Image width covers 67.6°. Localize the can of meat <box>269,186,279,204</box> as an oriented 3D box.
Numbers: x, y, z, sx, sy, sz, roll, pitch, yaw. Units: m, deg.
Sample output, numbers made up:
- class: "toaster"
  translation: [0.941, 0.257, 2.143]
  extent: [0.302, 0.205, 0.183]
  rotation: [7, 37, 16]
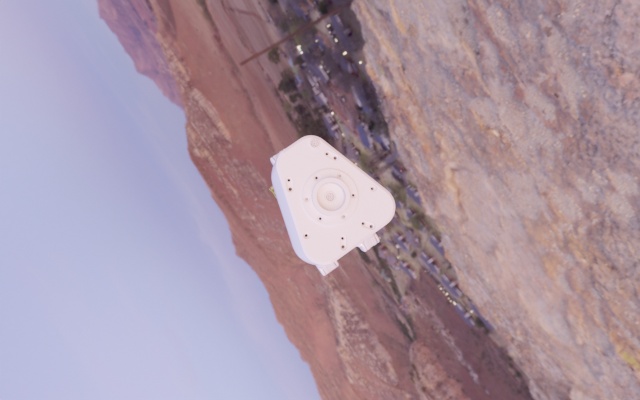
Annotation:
- class: "can of meat"
  translation: [0.000, 0.002, 0.567]
  extent: [0.084, 0.102, 0.057]
  rotation: [-35, 3, -7]
